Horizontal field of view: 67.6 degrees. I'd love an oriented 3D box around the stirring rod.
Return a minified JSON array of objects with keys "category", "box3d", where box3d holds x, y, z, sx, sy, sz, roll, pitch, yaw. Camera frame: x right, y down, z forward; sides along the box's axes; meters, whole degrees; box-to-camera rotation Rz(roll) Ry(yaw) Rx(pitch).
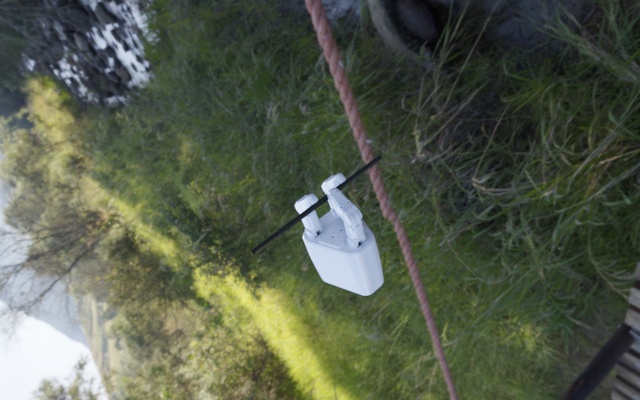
[{"category":"stirring rod","box3d":[0.000,0.002,0.680,0.239,0.011,0.011,-37,15,-21]}]
